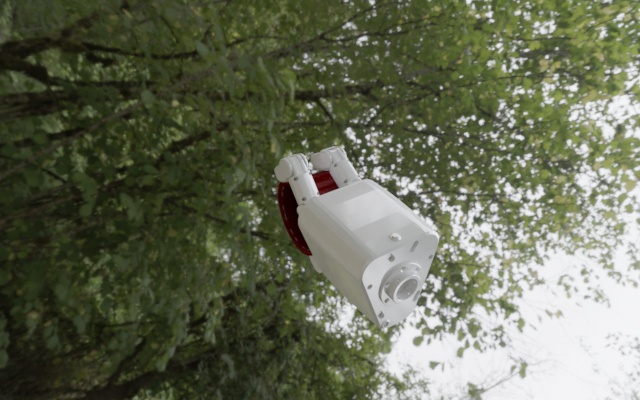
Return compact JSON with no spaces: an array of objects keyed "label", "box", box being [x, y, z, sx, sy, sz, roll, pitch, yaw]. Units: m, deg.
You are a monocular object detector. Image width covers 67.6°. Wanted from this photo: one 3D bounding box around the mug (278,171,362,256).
[{"label":"mug","box":[0.000,0.001,0.572,0.081,0.093,0.117,-20,39,-24]}]
